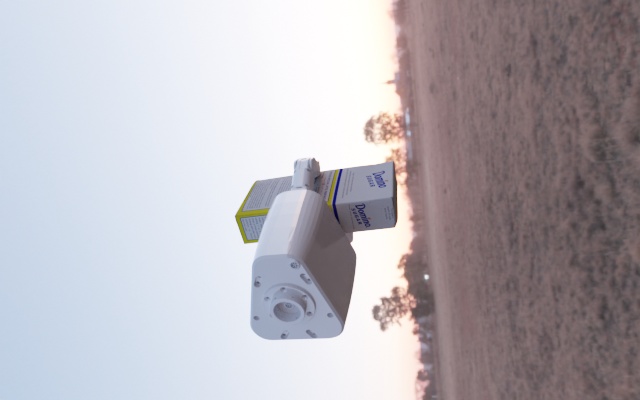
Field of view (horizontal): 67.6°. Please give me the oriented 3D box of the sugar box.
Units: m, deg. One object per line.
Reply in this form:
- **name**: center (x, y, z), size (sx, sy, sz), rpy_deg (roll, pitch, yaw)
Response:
- **sugar box**: center (0.000, 0.002, 0.552), size (0.176, 0.048, 0.093), rpy_deg (-4, 29, 12)
